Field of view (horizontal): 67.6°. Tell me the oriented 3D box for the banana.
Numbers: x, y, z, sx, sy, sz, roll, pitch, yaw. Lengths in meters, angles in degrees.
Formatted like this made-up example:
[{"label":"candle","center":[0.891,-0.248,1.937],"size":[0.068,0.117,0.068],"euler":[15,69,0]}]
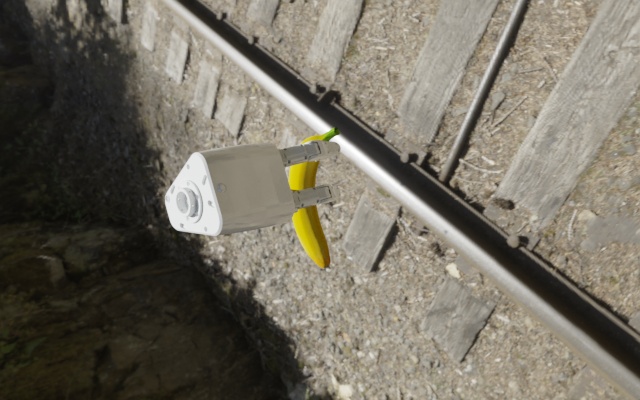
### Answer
[{"label":"banana","center":[-0.014,-0.004,0.668],"size":[0.069,0.198,0.037],"euler":[12,16,38]}]
